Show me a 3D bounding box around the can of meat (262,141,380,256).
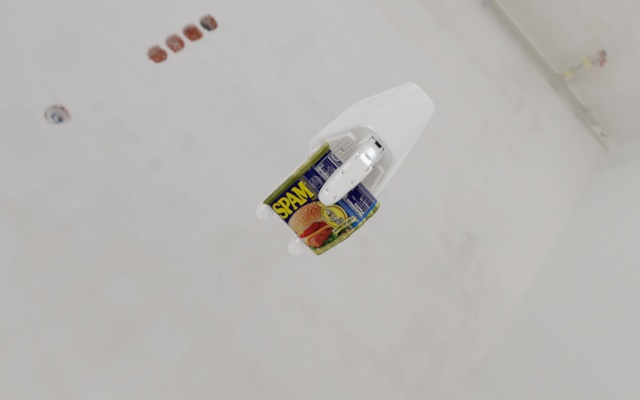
[{"bbox_3d":[0.000,0.002,0.496,0.057,0.084,0.102,-48,7,-39],"label":"can of meat"}]
